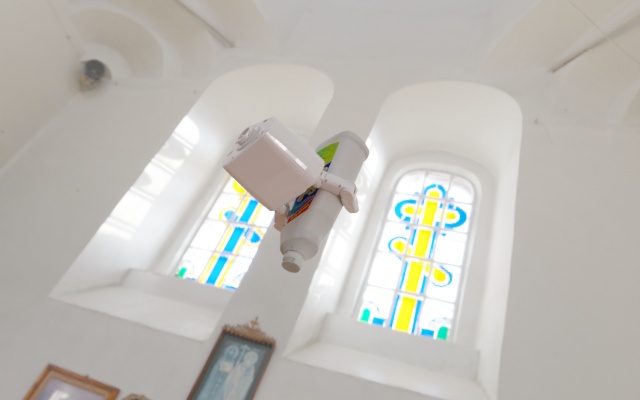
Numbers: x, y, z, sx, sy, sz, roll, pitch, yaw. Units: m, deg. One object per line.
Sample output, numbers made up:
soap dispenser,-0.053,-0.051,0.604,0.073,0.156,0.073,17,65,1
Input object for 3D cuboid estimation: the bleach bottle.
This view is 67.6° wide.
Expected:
bleach bottle,0.000,0.002,0.756,0.102,0.250,0.068,-23,-57,42
